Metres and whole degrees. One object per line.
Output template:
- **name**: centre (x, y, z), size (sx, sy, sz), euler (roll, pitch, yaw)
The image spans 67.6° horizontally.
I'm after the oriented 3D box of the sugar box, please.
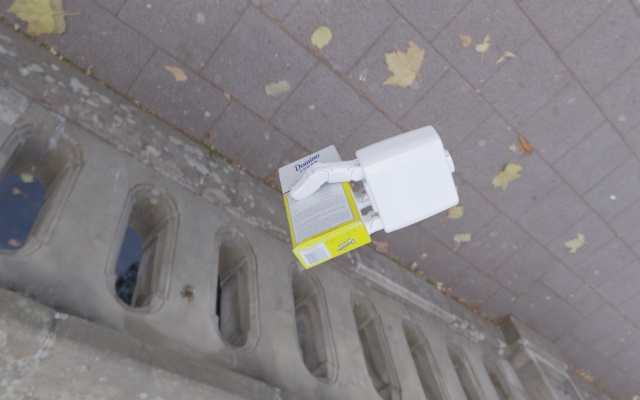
- **sugar box**: centre (0.000, 0.003, 0.647), size (0.093, 0.048, 0.176), euler (-23, 37, 7)
